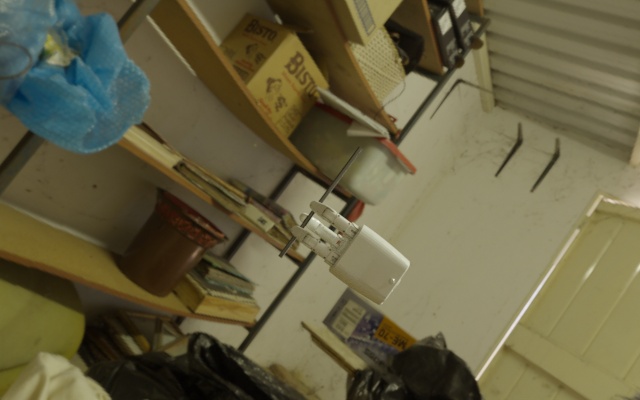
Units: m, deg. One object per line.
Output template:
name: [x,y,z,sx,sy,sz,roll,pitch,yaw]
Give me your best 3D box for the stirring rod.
stirring rod: [0.000,0.003,0.846,0.011,0.239,0.011,36,-4,3]
